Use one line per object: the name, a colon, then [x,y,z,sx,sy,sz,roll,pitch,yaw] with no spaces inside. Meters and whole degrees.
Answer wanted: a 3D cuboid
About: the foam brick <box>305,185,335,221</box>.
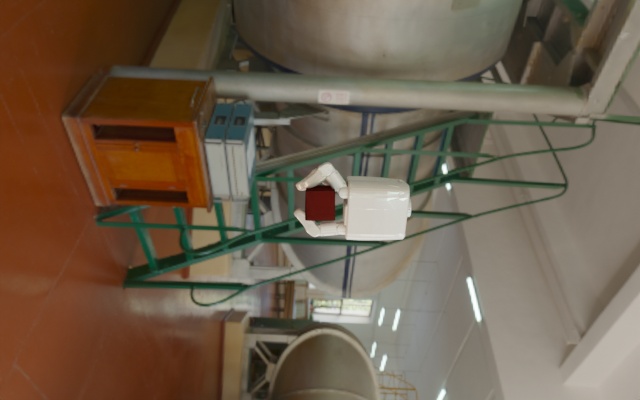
foam brick: [0.000,0.003,0.833,0.051,0.053,0.078,1,10,1]
